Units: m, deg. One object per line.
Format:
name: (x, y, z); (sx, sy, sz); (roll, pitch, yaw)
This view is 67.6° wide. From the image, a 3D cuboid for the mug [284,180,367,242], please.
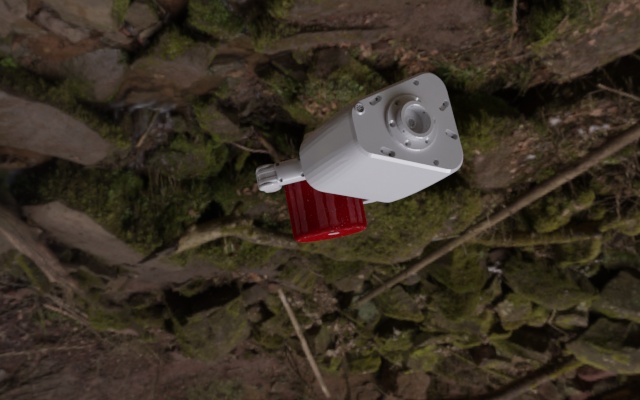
mug: (0.000, 0.002, 0.535); (0.093, 0.081, 0.117); (-7, -10, -22)
